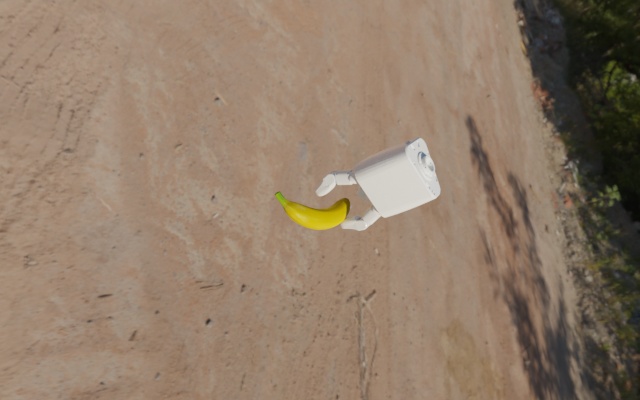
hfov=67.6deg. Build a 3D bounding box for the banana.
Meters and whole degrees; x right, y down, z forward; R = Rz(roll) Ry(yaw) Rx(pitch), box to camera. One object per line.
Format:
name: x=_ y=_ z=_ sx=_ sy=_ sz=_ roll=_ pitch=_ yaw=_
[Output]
banana: x=0.002 y=0.020 z=0.872 sx=0.037 sy=0.069 sz=0.198 roll=-23 pitch=-18 yaw=36
